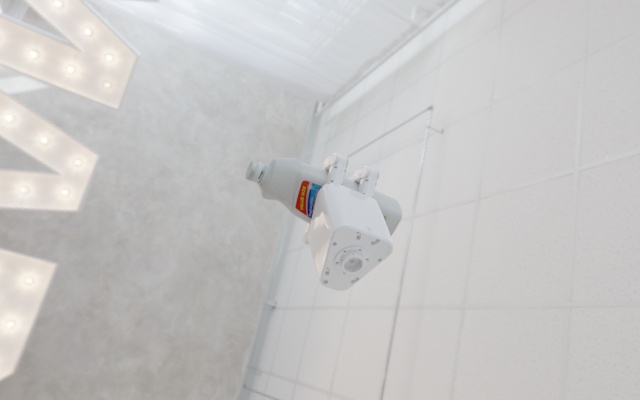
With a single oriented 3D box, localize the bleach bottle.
[{"bbox_3d":[0.000,0.002,0.752,0.251,0.103,0.068,21,27,-21],"label":"bleach bottle"}]
